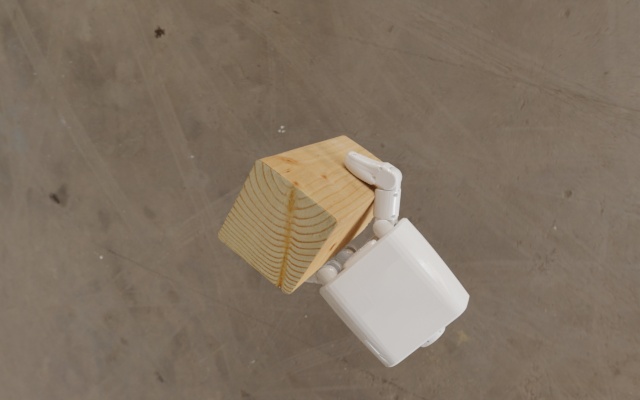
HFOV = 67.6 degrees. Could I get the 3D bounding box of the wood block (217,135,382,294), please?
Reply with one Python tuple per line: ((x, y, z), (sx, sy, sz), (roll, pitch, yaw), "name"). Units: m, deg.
((0.000, 0.002, 0.502), (0.090, 0.091, 0.206), (38, 24, 11), "wood block")
